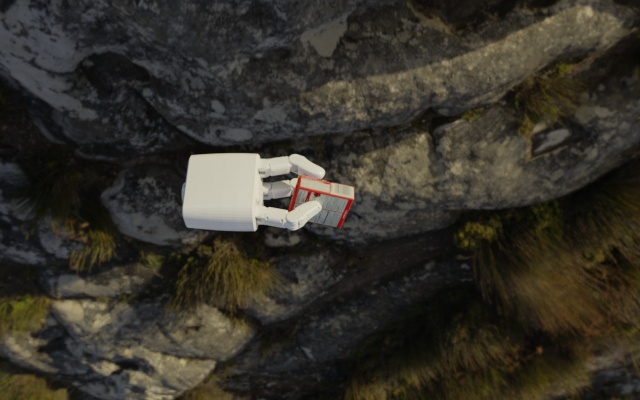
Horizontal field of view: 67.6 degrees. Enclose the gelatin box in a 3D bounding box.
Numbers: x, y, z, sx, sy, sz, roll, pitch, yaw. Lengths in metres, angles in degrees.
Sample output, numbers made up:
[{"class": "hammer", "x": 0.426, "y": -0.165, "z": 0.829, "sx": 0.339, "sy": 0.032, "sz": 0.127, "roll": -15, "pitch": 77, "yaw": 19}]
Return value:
[{"class": "gelatin box", "x": 0.000, "y": 0.003, "z": 0.740, "sx": 0.089, "sy": 0.030, "sz": 0.073, "roll": 12, "pitch": -43, "yaw": -8}]
